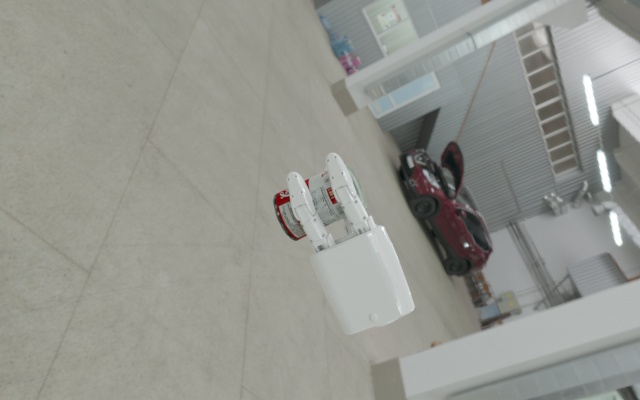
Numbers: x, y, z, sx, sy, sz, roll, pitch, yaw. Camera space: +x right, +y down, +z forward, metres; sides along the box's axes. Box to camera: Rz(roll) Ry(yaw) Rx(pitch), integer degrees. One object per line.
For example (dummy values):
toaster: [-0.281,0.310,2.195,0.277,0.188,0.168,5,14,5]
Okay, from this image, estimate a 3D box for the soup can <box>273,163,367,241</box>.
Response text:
soup can: [0.000,0.001,0.612,0.102,0.068,0.068,-24,-7,16]
